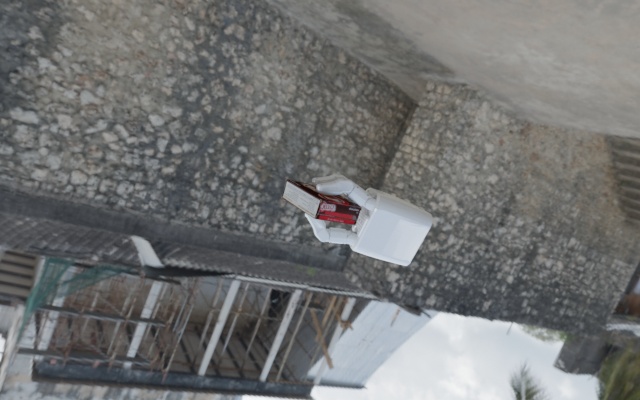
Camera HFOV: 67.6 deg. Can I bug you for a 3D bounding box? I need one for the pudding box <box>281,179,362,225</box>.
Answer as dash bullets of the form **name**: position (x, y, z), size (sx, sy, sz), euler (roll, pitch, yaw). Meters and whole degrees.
- **pudding box**: position (0.000, 0.003, 0.809), size (0.090, 0.039, 0.113), euler (12, 10, -39)
